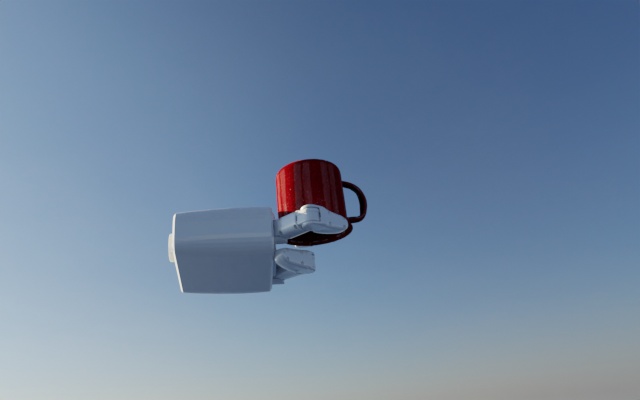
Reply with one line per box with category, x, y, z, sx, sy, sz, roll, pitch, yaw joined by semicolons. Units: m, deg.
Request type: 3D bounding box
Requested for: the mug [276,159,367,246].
mug;0.002;0.002;0.584;0.117;0.081;0.093;-2;-24;-11
